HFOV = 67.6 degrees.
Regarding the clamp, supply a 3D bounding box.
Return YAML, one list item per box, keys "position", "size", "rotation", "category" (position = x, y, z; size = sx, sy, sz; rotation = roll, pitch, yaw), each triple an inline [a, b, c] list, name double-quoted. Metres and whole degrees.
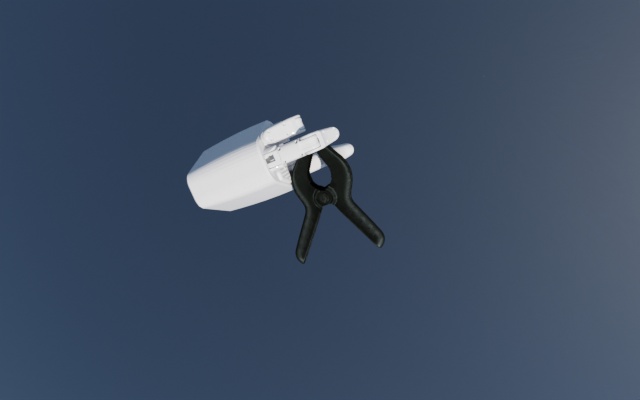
- position: [0.000, 0.002, 0.624]
  size: [0.120, 0.171, 0.039]
  rotation: [-23, 6, 6]
  category: "clamp"
